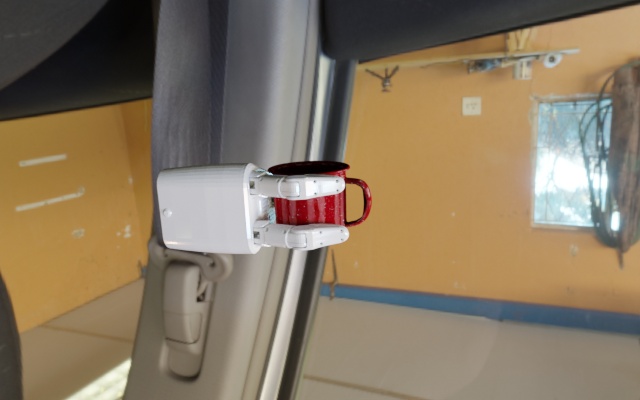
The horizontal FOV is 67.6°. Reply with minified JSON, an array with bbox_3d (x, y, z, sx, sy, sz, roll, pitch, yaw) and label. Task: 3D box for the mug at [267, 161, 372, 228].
[{"bbox_3d":[0.002,0.002,0.542,0.117,0.081,0.093,1,14,13],"label":"mug"}]
